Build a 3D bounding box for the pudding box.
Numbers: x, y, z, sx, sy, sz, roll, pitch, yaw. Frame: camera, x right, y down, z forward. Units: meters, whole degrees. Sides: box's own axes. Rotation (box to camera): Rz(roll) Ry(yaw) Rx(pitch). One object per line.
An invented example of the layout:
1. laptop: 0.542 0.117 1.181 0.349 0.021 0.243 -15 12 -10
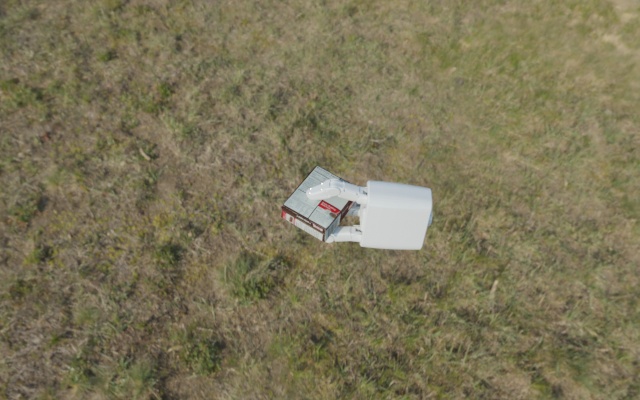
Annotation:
1. pudding box: 0.000 0.003 0.807 0.090 0.113 0.039 29 -36 16
